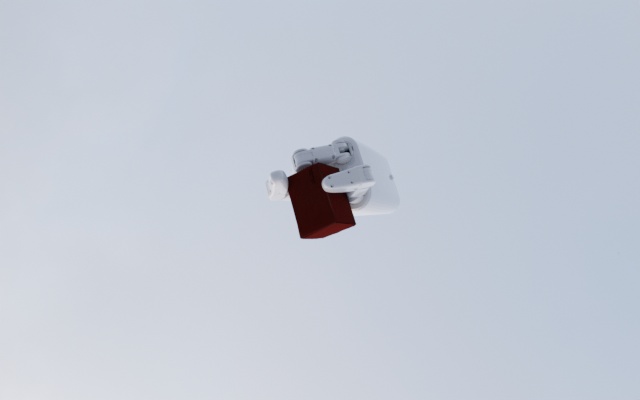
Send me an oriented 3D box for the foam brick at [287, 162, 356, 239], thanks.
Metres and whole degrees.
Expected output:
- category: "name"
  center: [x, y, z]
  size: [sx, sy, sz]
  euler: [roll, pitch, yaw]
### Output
- category: "foam brick"
  center: [0.000, 0.002, 0.569]
  size: [0.053, 0.078, 0.051]
  euler: [-24, -18, 27]
